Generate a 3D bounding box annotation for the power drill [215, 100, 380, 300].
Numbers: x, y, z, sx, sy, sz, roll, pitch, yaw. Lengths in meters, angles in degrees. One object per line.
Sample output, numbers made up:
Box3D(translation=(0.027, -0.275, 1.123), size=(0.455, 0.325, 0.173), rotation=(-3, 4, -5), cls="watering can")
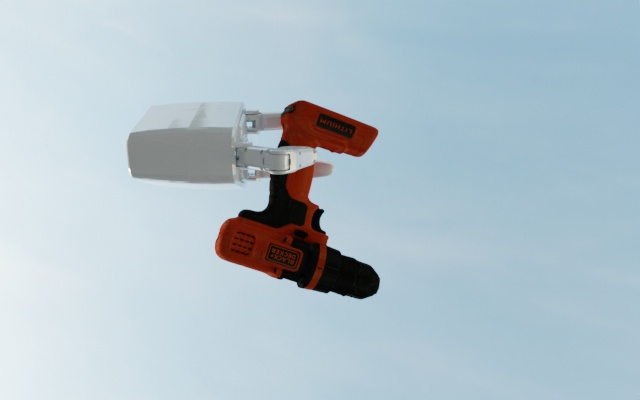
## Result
Box3D(translation=(0.000, 0.001, 0.515), size=(0.184, 0.187, 0.057), rotation=(20, -8, -16), cls="power drill")
